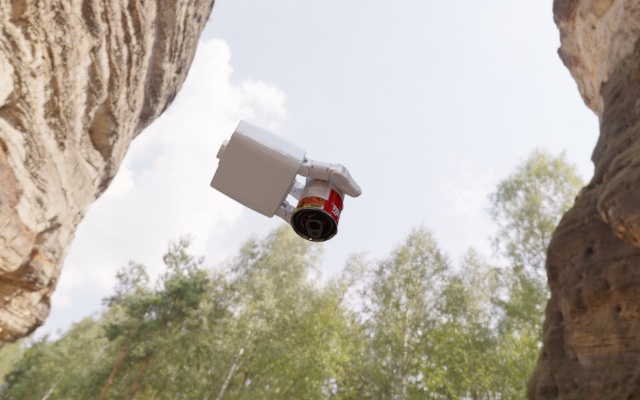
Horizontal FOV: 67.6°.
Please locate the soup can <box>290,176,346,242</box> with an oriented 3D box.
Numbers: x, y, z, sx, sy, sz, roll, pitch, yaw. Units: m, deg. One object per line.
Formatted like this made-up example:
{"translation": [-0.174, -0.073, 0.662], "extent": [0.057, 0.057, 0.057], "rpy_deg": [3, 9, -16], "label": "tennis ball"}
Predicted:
{"translation": [0.001, 0.002, 0.709], "extent": [0.068, 0.069, 0.102], "rpy_deg": [0, 42, 15], "label": "soup can"}
